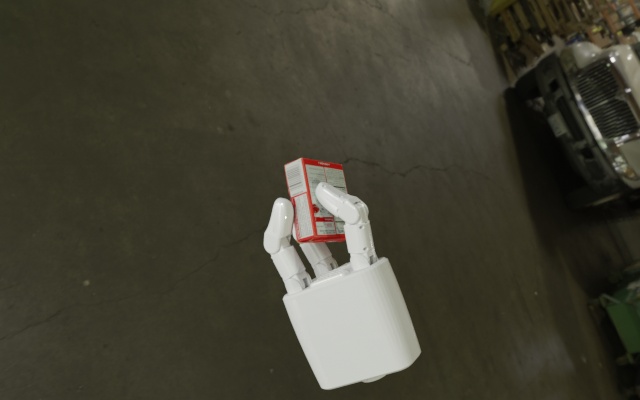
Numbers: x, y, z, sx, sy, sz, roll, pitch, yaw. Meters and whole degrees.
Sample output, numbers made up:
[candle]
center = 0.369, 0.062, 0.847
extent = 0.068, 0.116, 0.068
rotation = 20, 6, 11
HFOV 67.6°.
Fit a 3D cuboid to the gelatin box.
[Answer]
[gelatin box]
center = 0.000, 0.001, 0.526
extent = 0.030, 0.089, 0.073
rotation = -18, -13, 37
